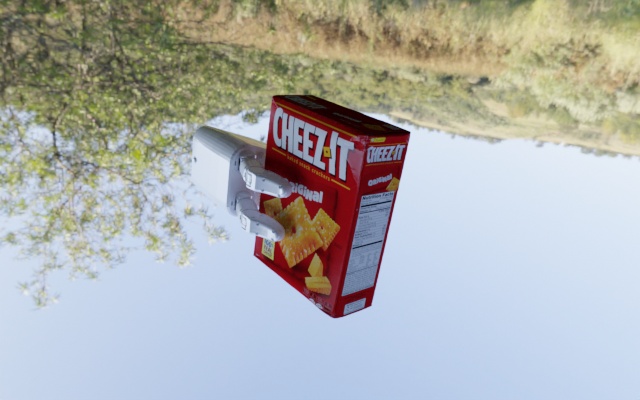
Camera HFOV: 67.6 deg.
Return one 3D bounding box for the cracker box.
[{"bbox_3d":[0.000,0.002,0.552,0.072,0.214,0.164,-11,29,-40],"label":"cracker box"}]
